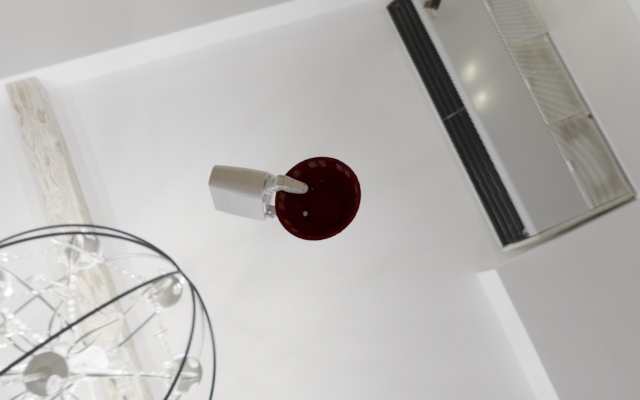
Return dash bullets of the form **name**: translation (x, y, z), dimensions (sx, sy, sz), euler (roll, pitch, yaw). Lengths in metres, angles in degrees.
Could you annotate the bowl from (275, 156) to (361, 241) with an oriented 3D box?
- **bowl**: translation (0.001, 0.003, 0.877), dimensions (0.162, 0.162, 0.055), euler (0, -20, 16)
